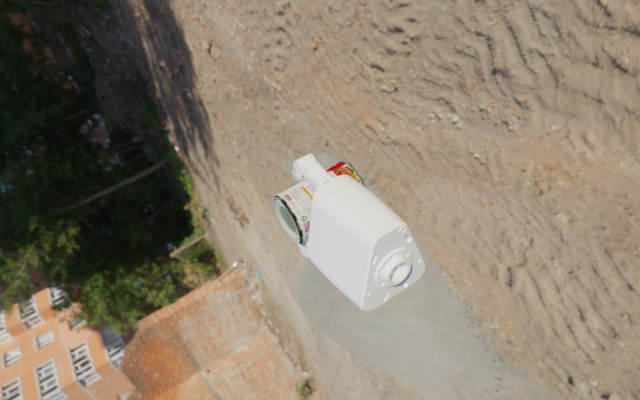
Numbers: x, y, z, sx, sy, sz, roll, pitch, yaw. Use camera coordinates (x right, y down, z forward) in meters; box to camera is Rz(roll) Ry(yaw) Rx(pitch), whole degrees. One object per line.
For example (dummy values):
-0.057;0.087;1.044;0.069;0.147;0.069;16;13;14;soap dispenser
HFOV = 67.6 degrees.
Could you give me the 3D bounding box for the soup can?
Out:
0.000;0.002;0.595;0.102;0.068;0.068;-29;10;-19;soup can
